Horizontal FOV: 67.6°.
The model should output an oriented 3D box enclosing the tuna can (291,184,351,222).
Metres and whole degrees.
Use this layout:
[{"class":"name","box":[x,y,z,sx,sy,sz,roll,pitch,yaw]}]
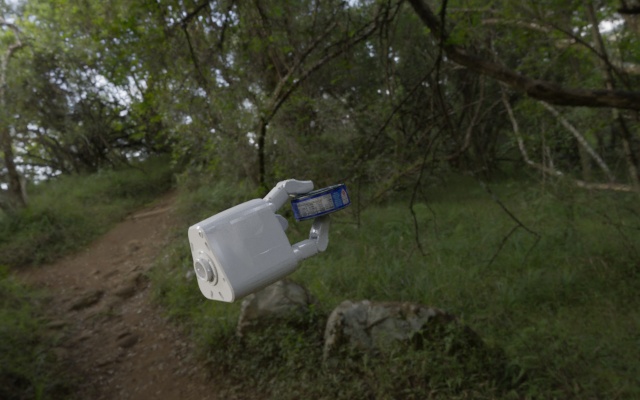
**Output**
[{"class":"tuna can","box":[0.000,0.002,0.705,0.086,0.034,0.086,-17,4,1]}]
